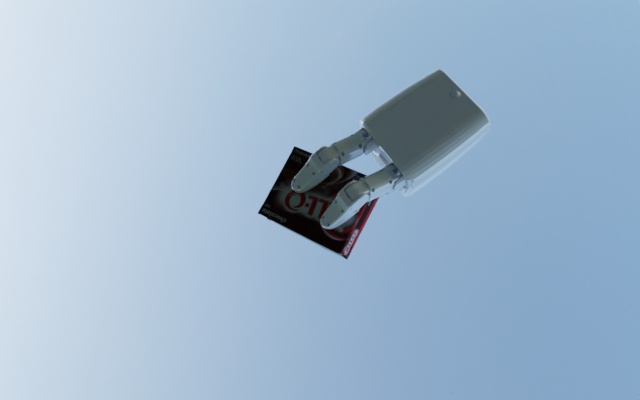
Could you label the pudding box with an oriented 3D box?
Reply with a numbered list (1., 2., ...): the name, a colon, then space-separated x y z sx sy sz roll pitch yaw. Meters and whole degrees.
1. pudding box: 0.000 0.002 0.537 0.113 0.090 0.039 24 -10 24
